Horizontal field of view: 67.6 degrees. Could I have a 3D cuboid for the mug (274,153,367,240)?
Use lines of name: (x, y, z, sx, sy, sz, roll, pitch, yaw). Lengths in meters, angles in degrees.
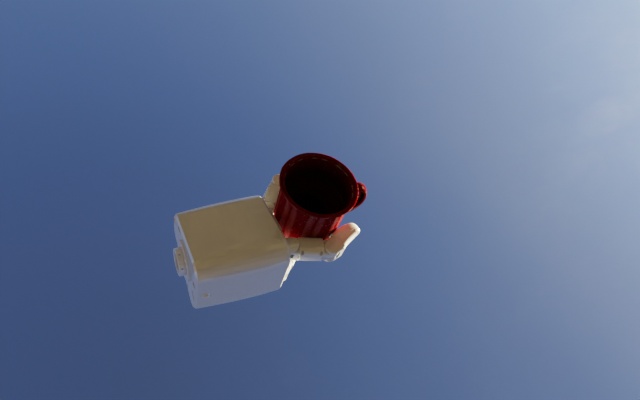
mug: (0.001, 0.002, 0.578, 0.117, 0.093, 0.081, -10, -31, -23)
